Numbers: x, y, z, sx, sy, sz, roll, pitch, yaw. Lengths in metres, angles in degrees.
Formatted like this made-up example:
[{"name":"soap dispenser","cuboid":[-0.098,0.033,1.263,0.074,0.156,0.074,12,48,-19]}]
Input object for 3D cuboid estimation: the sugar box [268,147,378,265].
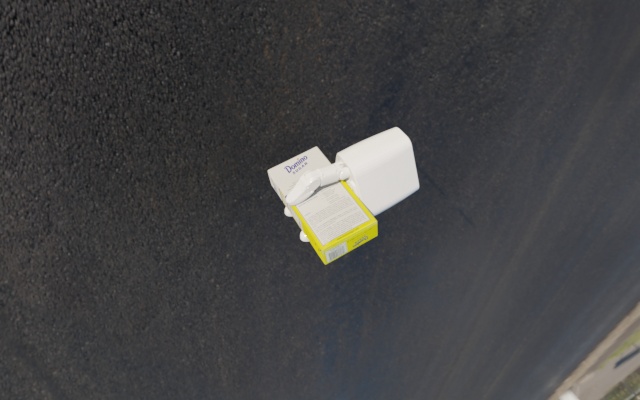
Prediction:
[{"name":"sugar box","cuboid":[0.000,0.003,0.722,0.093,0.176,0.048,-27,-37,-12]}]
